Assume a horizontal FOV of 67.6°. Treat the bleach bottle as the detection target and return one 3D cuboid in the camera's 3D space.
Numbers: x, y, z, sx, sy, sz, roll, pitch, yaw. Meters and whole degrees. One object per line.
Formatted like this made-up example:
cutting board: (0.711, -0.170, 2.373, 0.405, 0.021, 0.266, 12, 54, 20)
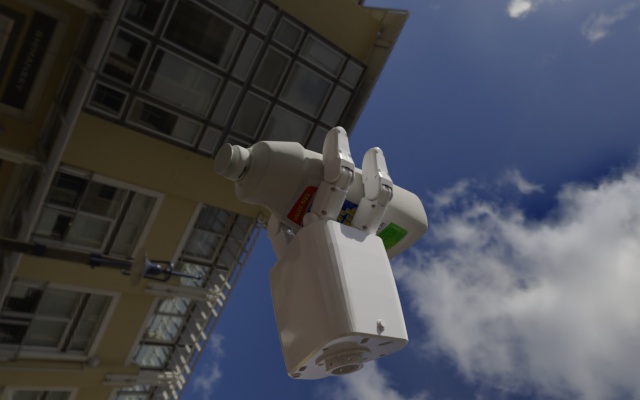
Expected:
bleach bottle: (0.000, 0.002, 0.501, 0.251, 0.068, 0.102, 20, -47, -39)
